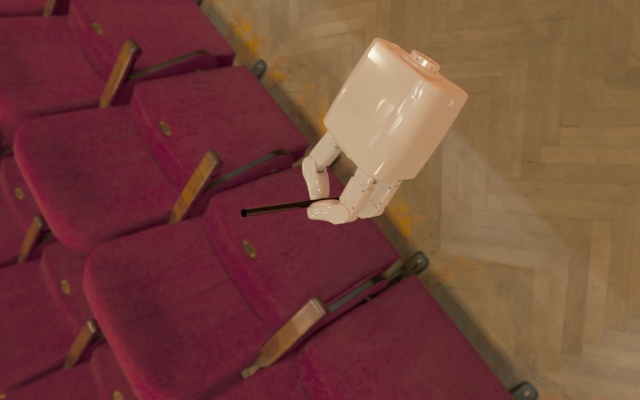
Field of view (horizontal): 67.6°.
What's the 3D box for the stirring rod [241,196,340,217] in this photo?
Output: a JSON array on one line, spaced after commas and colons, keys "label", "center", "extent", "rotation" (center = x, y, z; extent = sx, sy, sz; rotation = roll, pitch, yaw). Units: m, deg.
[{"label": "stirring rod", "center": [0.000, 0.002, 0.546], "extent": [0.011, 0.011, 0.239], "rotation": [0, 5, 37]}]
